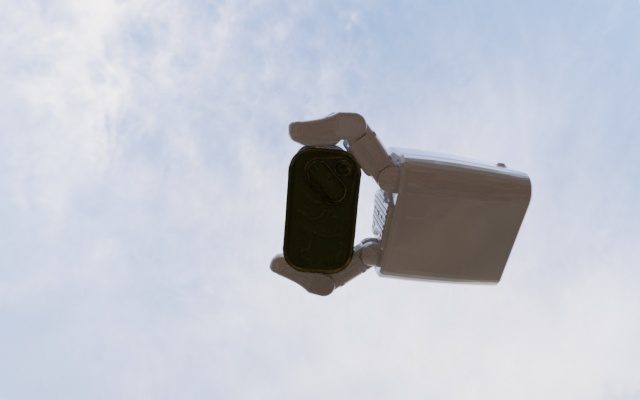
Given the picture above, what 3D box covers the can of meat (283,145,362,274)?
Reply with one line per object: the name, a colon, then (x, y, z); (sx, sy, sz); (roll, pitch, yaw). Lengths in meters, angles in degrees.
can of meat: (0.000, 0.001, 0.417); (0.057, 0.102, 0.084); (4, 12, -2)
